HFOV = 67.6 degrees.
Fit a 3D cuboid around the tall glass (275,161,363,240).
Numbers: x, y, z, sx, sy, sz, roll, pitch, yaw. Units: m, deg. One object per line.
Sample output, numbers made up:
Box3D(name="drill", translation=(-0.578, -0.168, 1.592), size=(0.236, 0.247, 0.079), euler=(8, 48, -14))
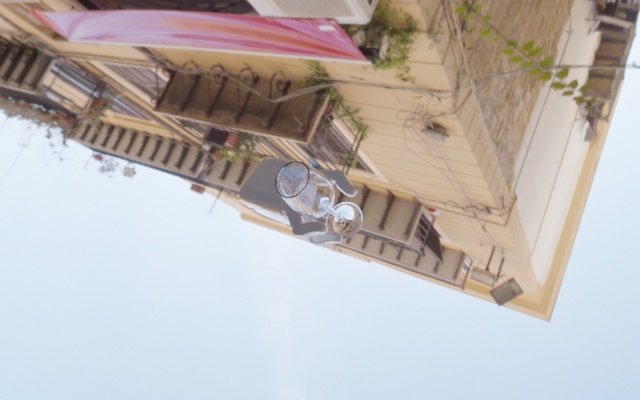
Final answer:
Box3D(name="tall glass", translation=(0.001, 0.003, 0.815), size=(0.079, 0.079, 0.201), euler=(0, -21, 28))
